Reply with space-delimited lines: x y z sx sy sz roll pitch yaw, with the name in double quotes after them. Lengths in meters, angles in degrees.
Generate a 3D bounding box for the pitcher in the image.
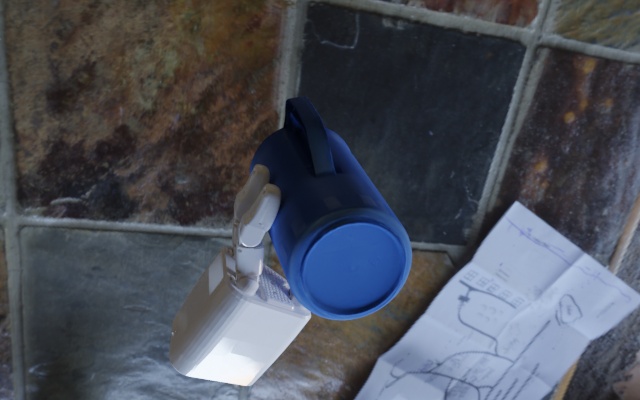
0.000 0.002 0.492 0.149 0.145 0.242 35 11 -23 "pitcher"
